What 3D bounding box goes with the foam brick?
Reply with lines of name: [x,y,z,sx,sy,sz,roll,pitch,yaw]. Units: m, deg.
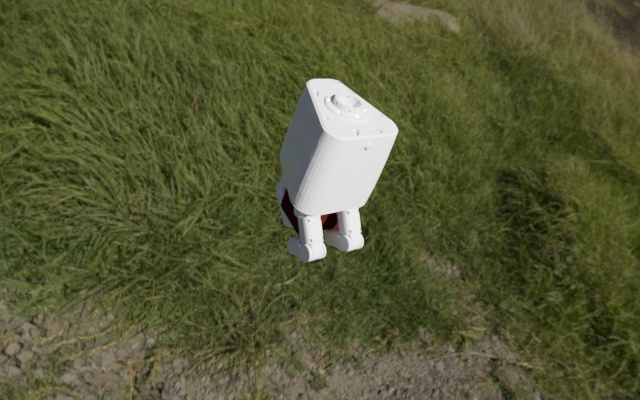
foam brick: [0.000,0.002,0.592,0.078,0.053,0.051,-10,-39,-34]
